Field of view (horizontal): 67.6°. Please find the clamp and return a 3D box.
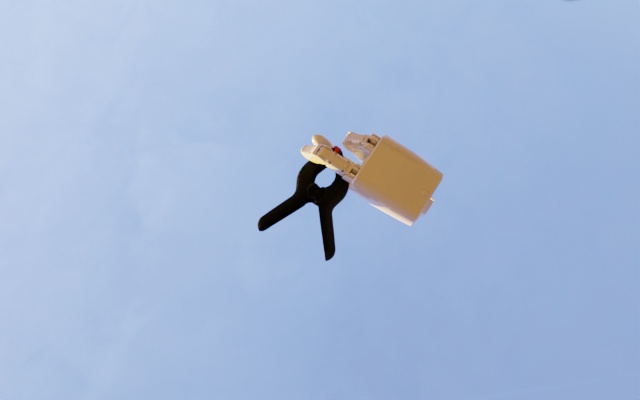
[{"bbox_3d":[0.000,0.002,0.708,0.120,0.171,0.039,33,-12,5],"label":"clamp"}]
